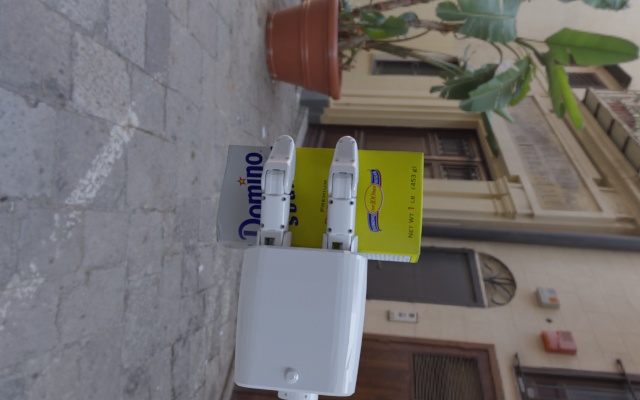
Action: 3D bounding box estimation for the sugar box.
[{"bbox_3d":[0.000,0.001,0.426,0.176,0.093,0.048,3,-16,6],"label":"sugar box"}]
